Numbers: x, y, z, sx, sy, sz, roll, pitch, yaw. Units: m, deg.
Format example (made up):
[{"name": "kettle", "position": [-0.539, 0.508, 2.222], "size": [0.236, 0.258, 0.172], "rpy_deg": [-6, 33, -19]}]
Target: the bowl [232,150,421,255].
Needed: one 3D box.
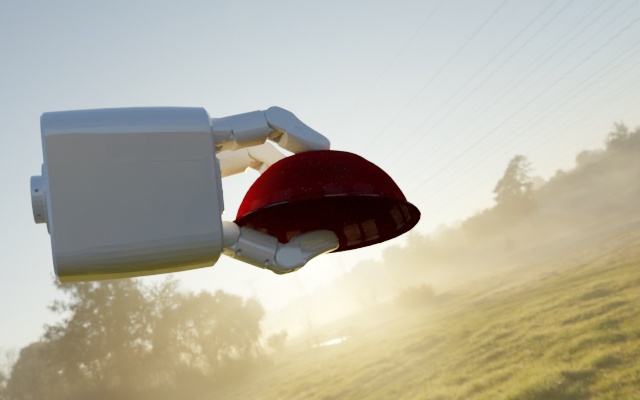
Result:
[{"name": "bowl", "position": [0.001, 0.001, 0.405], "size": [0.162, 0.055, 0.162], "rpy_deg": [-5, -20, -2]}]
